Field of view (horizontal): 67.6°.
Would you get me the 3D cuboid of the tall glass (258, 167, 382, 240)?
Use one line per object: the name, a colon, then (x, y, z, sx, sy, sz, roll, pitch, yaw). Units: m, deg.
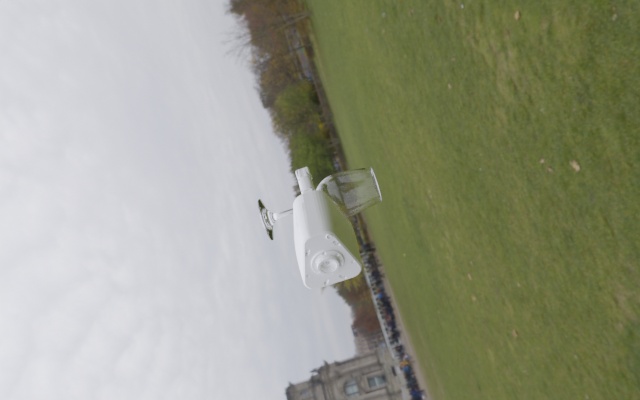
tall glass: (-0.001, 0.003, 0.813, 0.201, 0.079, 0.079, -18, -1, 3)
